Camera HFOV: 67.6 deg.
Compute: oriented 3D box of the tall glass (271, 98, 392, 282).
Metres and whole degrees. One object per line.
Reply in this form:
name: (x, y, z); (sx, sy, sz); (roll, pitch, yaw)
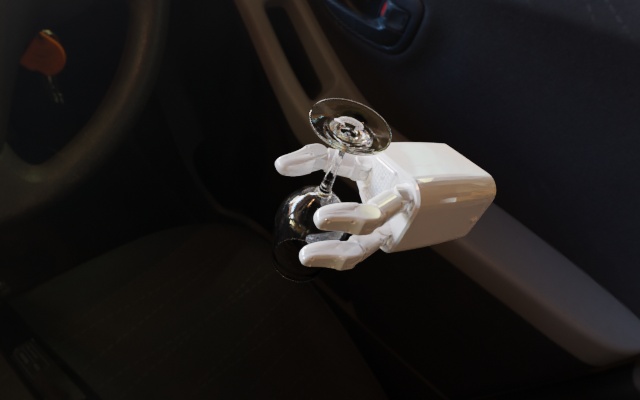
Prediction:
tall glass: (0.000, 0.001, 0.477); (0.079, 0.079, 0.201); (0, -42, -21)
